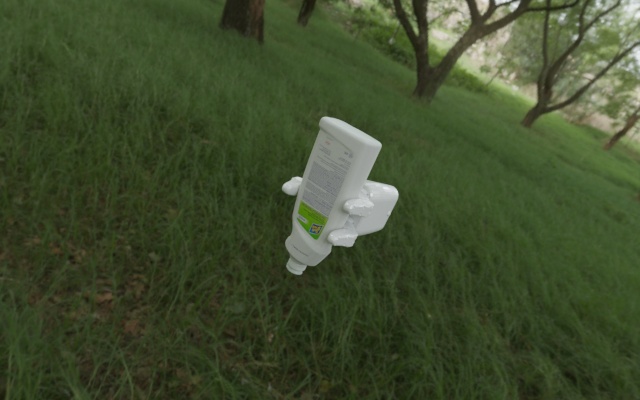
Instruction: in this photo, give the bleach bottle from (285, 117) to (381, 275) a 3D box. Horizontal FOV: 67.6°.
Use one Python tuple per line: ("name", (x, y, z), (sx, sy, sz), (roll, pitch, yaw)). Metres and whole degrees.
("bleach bottle", (0.000, 0.003, 0.760), (0.102, 0.251, 0.068), (35, 21, 29))
